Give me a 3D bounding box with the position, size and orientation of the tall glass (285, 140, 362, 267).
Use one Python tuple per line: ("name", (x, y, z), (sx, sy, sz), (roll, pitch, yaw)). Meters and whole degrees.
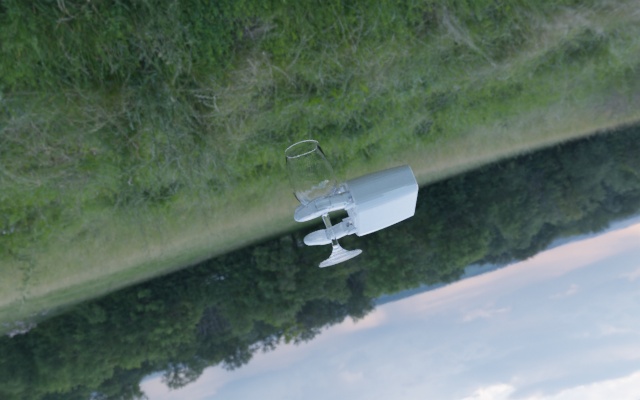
("tall glass", (0.000, 0.003, 0.788), (0.079, 0.201, 0.079), (-19, -14, -5))
